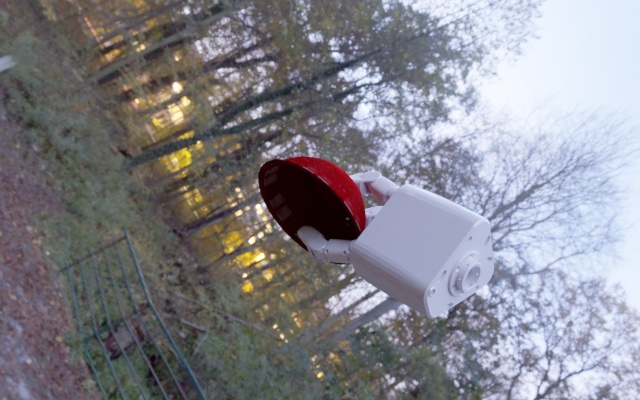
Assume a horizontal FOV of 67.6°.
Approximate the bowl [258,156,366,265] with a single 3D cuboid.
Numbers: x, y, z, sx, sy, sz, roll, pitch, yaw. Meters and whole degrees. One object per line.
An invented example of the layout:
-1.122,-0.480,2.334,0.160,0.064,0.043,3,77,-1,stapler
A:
-0.001,0.001,0.591,0.162,0.162,0.055,0,38,50,bowl
